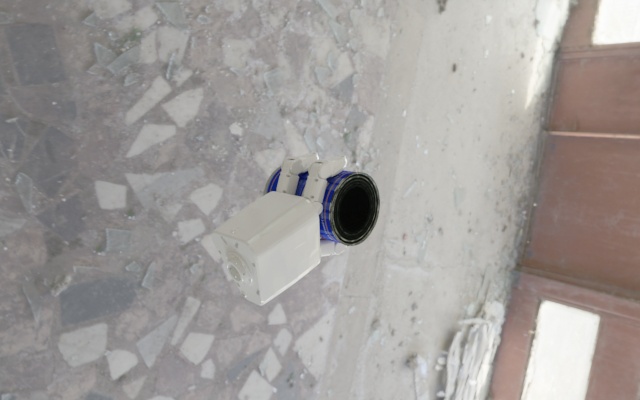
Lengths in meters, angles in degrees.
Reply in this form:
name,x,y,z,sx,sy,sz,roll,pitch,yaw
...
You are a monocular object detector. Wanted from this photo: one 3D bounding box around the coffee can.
name,x,y,z,sx,sy,sz,roll,pitch,yaw
coffee can,0.000,0.002,0.694,0.140,0.103,0.103,11,8,44
